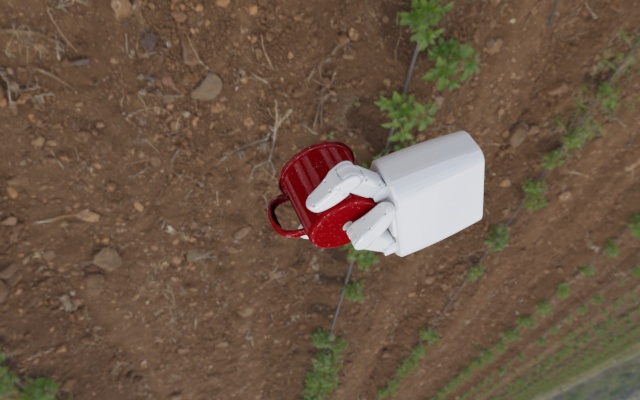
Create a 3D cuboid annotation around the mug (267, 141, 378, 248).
[{"bbox_3d":[-0.001,0.002,0.516,0.117,0.081,0.093,-22,-33,-8],"label":"mug"}]
